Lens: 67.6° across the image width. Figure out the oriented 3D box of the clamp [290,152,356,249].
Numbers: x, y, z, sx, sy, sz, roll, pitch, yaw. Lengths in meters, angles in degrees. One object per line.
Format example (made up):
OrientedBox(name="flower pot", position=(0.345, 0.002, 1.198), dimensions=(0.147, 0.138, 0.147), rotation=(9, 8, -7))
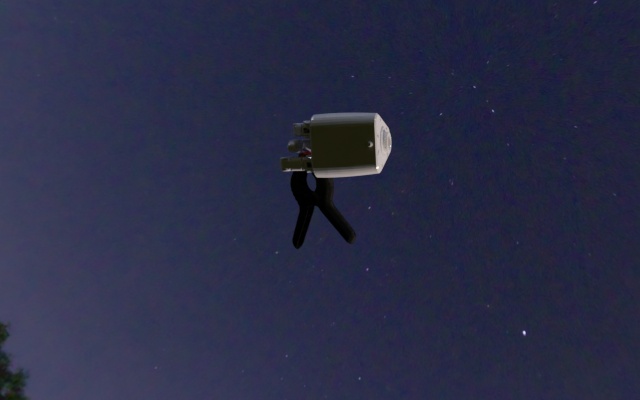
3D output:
OrientedBox(name="clamp", position=(0.000, 0.002, 0.813), dimensions=(0.120, 0.171, 0.039), rotation=(0, 13, 21))
